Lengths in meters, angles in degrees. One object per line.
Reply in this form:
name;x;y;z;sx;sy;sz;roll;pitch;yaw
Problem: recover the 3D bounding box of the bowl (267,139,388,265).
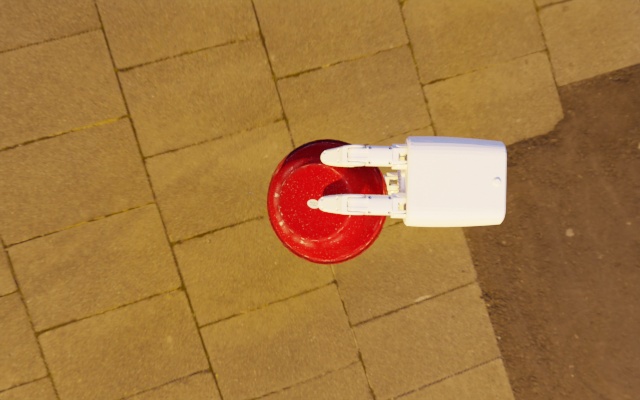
bowl;-0.001;0.002;0.589;0.162;0.162;0.055;0;1;15
